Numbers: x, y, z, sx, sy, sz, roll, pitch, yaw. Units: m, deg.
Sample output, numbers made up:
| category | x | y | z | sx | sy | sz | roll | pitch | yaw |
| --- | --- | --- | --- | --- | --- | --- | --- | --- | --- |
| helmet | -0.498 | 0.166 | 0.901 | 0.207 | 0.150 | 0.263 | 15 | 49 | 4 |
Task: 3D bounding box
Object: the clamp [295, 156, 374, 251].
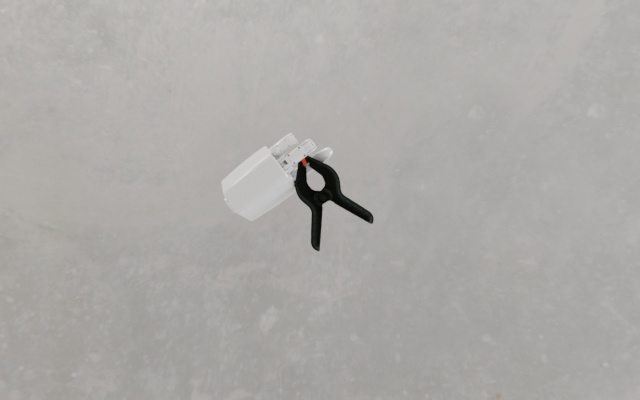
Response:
| category | x | y | z | sx | sy | sz | roll | pitch | yaw |
| --- | --- | --- | --- | --- | --- | --- | --- | --- | --- |
| clamp | 0.000 | 0.003 | 0.840 | 0.120 | 0.171 | 0.039 | -37 | 4 | 0 |
